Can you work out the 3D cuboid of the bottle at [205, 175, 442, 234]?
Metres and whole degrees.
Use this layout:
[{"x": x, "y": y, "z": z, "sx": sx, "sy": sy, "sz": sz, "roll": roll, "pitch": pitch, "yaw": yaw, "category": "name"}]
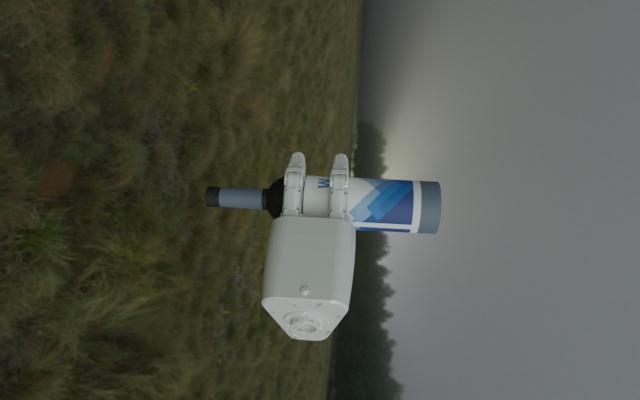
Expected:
[{"x": 0.000, "y": 0.002, "z": 0.613, "sx": 0.296, "sy": 0.069, "sz": 0.069, "roll": 3, "pitch": 0, "yaw": 4, "category": "bottle"}]
